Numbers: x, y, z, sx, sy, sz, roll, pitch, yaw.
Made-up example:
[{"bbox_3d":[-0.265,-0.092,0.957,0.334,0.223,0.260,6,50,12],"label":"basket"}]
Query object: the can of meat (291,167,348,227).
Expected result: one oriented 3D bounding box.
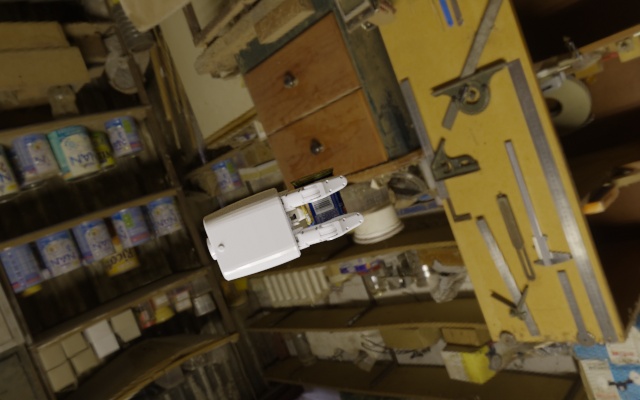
[{"bbox_3d":[0.000,0.003,0.689,0.057,0.084,0.102,-21,4,-8],"label":"can of meat"}]
